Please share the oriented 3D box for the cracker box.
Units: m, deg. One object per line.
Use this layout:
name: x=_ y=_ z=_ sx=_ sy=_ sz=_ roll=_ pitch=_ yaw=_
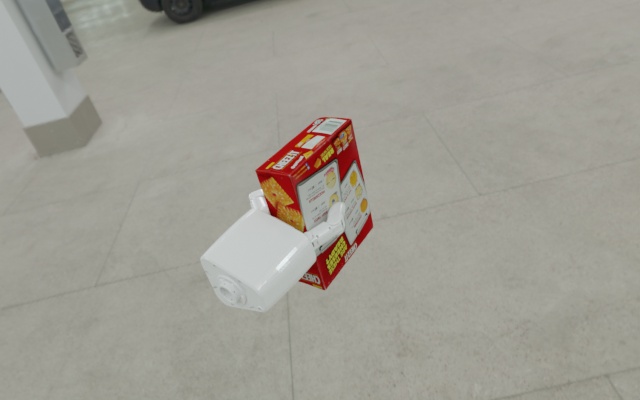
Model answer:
cracker box: x=0.000 y=0.002 z=0.738 sx=0.072 sy=0.214 sz=0.164 roll=11 pitch=42 yaw=34
